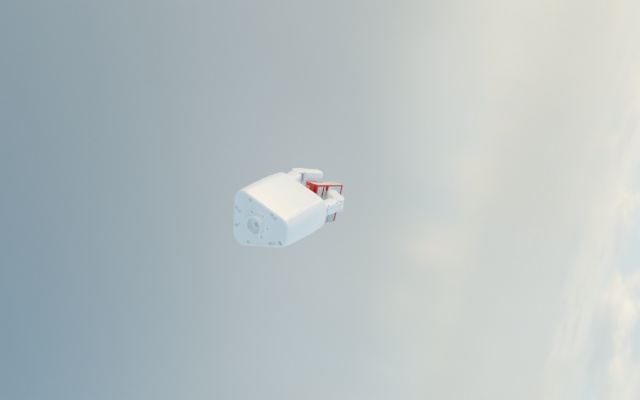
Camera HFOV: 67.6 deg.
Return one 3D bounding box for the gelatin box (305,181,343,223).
[{"bbox_3d":[0.001,0.003,0.874,0.030,0.073,0.089,19,12,31],"label":"gelatin box"}]
